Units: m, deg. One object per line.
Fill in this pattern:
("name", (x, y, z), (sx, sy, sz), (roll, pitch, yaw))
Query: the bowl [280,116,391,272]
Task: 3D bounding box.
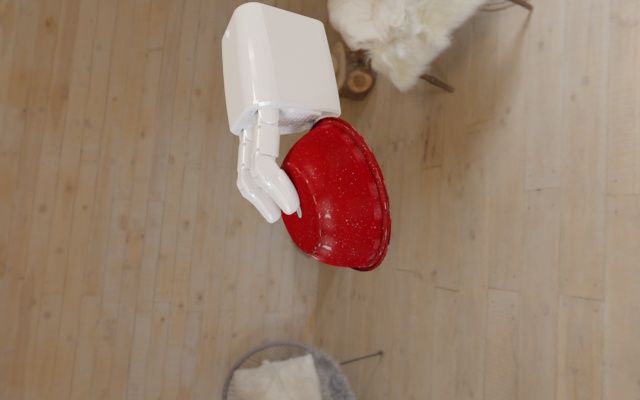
("bowl", (0.000, 0.003, 0.473), (0.055, 0.162, 0.162), (-17, 7, -26))
